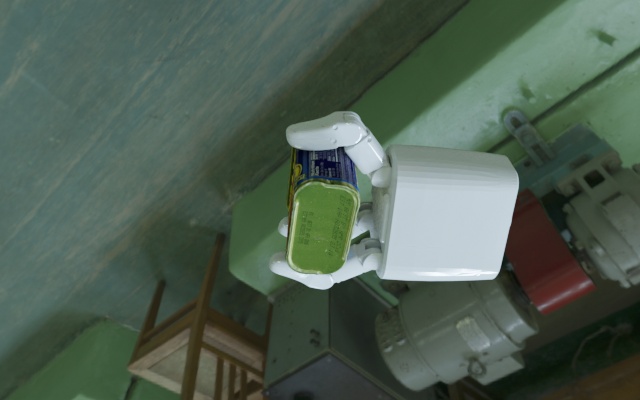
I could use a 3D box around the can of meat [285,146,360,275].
[{"bbox_3d":[0.000,0.001,0.411,0.057,0.102,0.084,5,36,-5],"label":"can of meat"}]
